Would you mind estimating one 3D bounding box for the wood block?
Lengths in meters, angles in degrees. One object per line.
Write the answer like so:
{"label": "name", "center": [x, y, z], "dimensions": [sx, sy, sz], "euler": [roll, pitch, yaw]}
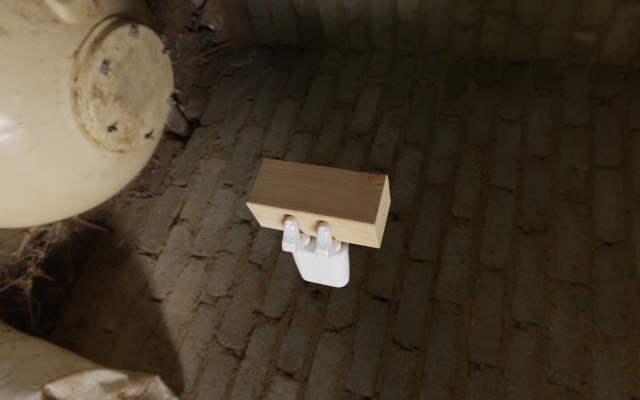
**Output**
{"label": "wood block", "center": [0.000, 0.002, 0.770], "dimensions": [0.206, 0.090, 0.090], "euler": [9, -26, 17]}
